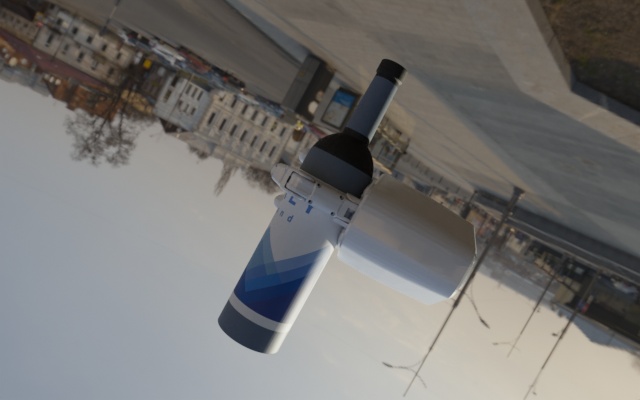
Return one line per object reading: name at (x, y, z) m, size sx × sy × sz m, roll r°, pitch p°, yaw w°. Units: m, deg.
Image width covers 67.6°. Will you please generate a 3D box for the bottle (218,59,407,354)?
bottle at (0.000, 0.002, 0.459) m, size 0.069 × 0.296 × 0.069 m, roll 29°, pitch 2°, yaw -1°
